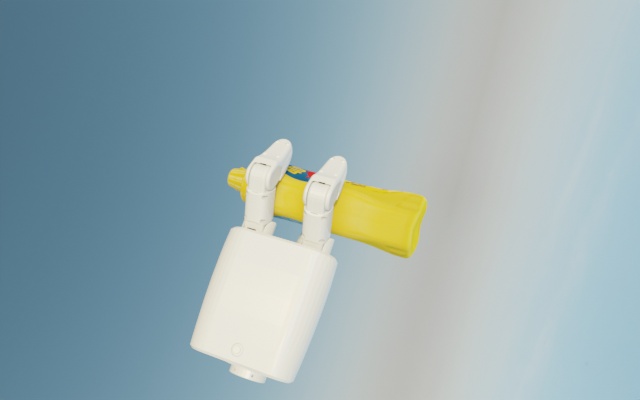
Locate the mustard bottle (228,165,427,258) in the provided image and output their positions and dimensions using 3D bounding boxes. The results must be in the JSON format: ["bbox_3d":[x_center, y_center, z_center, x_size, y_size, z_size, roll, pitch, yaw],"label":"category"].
[{"bbox_3d":[0.000,0.001,0.453,0.191,0.058,0.096,15,7,15],"label":"mustard bottle"}]
